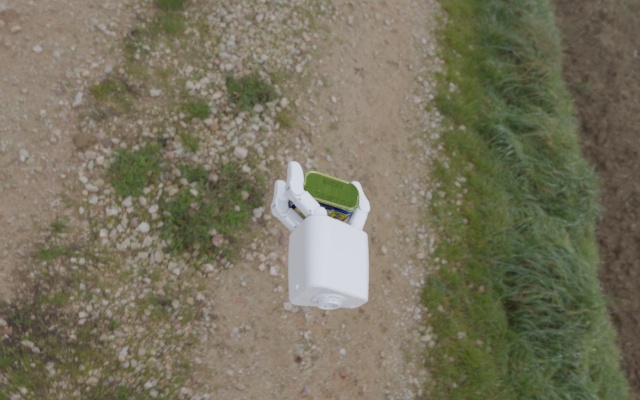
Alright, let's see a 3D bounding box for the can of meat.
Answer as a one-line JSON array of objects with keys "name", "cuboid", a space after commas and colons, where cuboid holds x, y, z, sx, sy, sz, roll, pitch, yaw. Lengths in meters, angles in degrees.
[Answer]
[{"name": "can of meat", "cuboid": [0.000, 0.002, 0.751, 0.102, 0.057, 0.084, 16, -33, -19]}]
